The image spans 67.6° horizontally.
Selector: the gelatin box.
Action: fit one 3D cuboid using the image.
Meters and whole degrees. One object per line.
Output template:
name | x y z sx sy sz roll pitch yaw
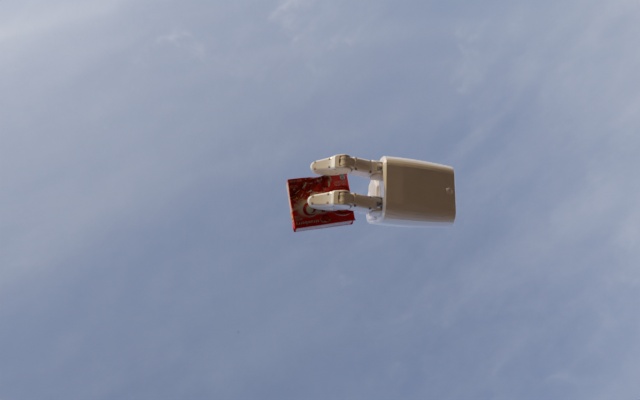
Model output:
gelatin box | 0.000 0.002 0.684 0.089 0.073 0.030 -7 -15 -8
